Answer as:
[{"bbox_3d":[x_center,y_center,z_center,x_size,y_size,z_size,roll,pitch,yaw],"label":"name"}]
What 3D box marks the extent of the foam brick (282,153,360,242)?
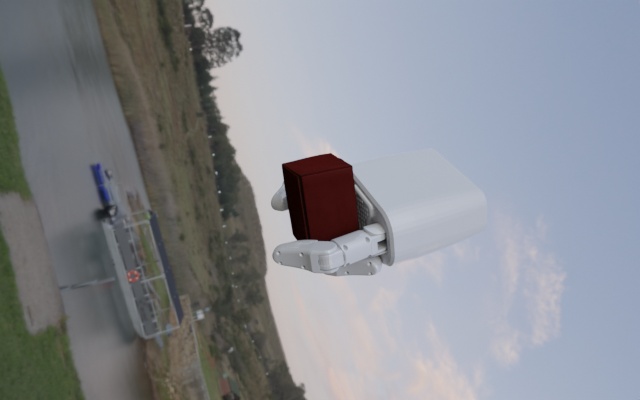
[{"bbox_3d":[0.000,0.001,0.443,0.051,0.078,0.053,-15,23,-17],"label":"foam brick"}]
